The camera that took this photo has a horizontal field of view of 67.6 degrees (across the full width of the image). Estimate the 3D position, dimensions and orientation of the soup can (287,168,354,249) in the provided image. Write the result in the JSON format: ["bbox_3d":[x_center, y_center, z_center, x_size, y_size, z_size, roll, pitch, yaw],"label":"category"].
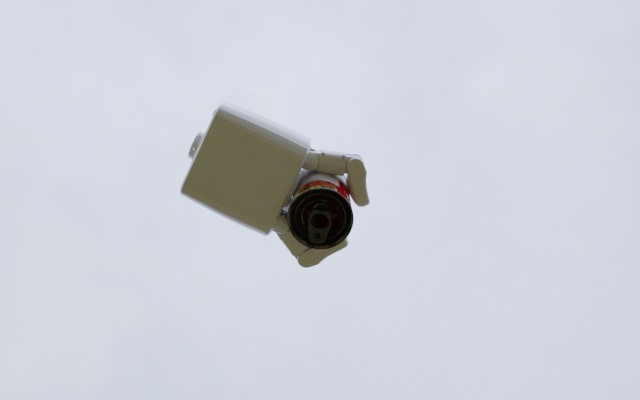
[{"bbox_3d":[0.001,0.002,0.532,0.068,0.068,0.102,0,21,0],"label":"soup can"}]
